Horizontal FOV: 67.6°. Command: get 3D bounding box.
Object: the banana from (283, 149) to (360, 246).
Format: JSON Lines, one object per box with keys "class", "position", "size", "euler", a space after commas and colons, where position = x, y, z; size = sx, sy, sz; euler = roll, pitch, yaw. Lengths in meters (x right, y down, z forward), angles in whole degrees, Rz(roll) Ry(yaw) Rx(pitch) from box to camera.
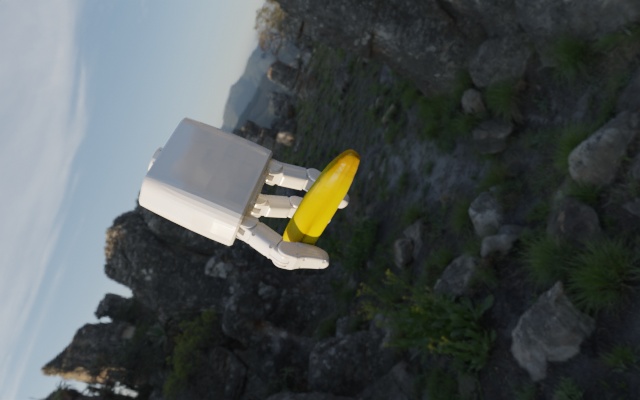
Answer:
{"class": "banana", "position": [-0.009, 0.017, 0.517], "size": [0.037, 0.069, 0.198], "euler": [30, -31, 1]}
